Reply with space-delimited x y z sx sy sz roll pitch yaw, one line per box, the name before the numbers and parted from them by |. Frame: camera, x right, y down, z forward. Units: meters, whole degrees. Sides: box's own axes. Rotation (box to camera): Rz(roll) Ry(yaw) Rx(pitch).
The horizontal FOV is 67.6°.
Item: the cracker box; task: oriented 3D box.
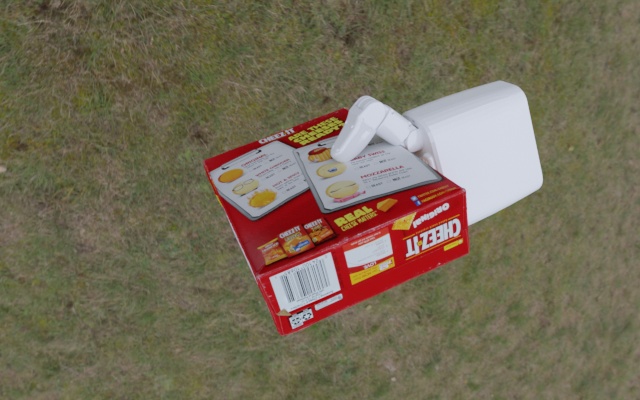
cracker box | 0.000 0.001 0.427 0.164 0.072 0.213 -22 32 -12
